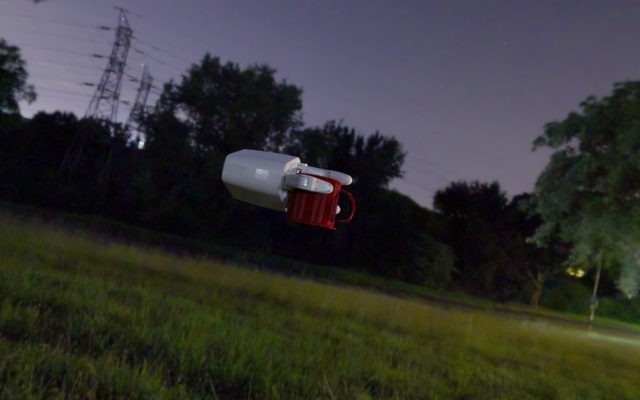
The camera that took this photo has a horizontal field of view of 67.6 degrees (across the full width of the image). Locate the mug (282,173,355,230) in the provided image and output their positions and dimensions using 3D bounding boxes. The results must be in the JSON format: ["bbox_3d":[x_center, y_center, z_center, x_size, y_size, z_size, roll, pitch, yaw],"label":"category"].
[{"bbox_3d":[0.002,0.003,0.803,0.117,0.081,0.093,11,-3,9],"label":"mug"}]
